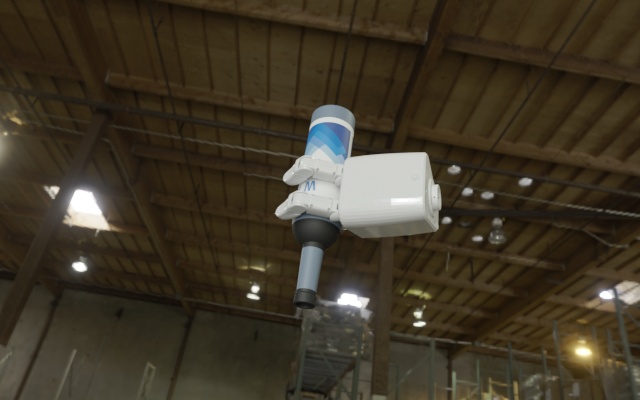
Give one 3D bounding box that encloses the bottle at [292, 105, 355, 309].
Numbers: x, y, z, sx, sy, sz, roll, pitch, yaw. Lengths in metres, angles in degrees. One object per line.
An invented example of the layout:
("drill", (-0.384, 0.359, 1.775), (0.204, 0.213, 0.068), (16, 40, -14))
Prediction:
("bottle", (0.000, 0.002, 0.653), (0.069, 0.295, 0.069), (7, -30, 4))
